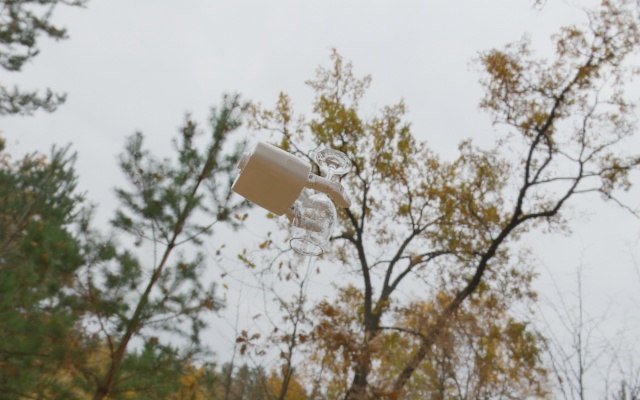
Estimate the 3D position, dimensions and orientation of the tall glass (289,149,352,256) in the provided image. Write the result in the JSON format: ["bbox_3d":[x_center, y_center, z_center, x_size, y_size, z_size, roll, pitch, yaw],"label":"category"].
[{"bbox_3d":[0.000,0.002,0.894,0.079,0.201,0.079,13,-32,8],"label":"tall glass"}]
